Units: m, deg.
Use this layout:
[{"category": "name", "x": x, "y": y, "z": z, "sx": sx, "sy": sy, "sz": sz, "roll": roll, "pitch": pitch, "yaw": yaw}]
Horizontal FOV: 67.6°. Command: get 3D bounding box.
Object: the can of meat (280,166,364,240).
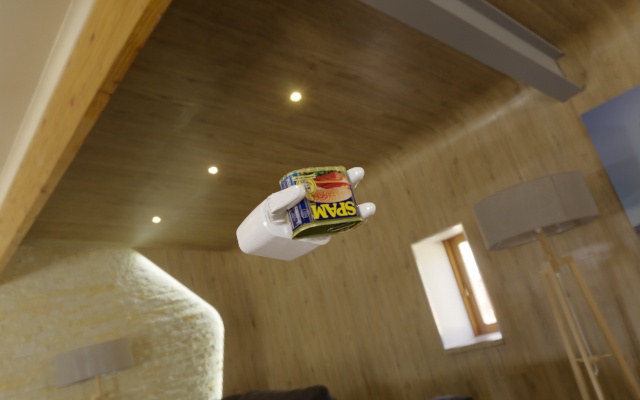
[{"category": "can of meat", "x": 0.000, "y": 0.002, "z": 0.659, "sx": 0.102, "sy": 0.084, "sz": 0.057, "roll": -5, "pitch": -19, "yaw": -31}]
